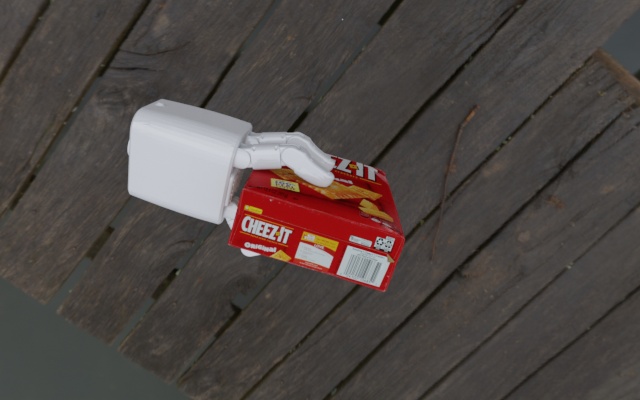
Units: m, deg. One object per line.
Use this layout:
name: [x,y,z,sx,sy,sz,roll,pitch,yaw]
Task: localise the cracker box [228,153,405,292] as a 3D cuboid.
cracker box: [0.000,0.002,0.550,0.164,0.072,0.213,17,21,-4]
